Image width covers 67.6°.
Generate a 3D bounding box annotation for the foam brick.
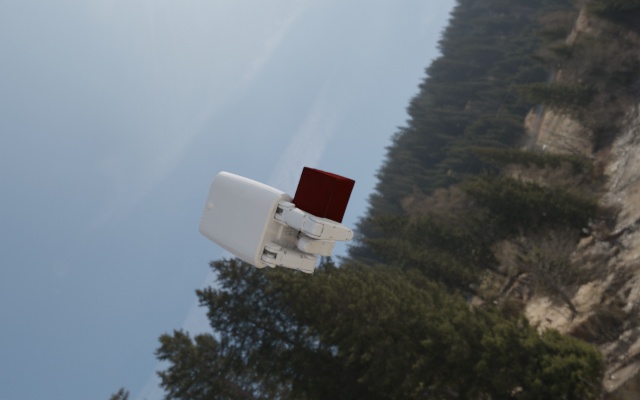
[{"bbox_3d":[0.000,0.002,0.599,0.051,0.078,0.053,22,8,29],"label":"foam brick"}]
